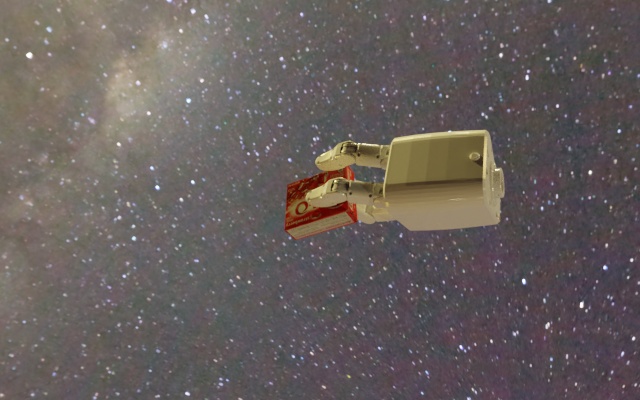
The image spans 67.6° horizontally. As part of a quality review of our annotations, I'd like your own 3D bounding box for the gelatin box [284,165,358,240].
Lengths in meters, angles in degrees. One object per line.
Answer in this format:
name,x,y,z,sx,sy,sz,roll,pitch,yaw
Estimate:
gelatin box,0.000,0.002,0.593,0.089,0.073,0.030,-18,-41,23
